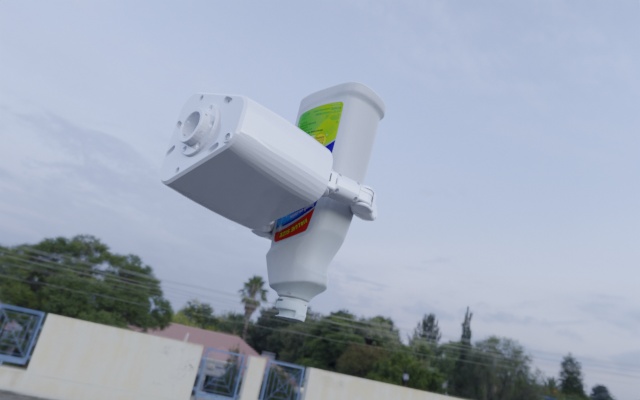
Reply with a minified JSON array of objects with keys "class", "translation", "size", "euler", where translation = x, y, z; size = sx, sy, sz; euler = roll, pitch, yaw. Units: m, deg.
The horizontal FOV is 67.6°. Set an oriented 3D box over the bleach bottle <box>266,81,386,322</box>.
[{"class":"bleach bottle","translation":[0.000,0.002,0.510],"size":[0.102,0.250,0.068],"euler":[-6,-26,42]}]
